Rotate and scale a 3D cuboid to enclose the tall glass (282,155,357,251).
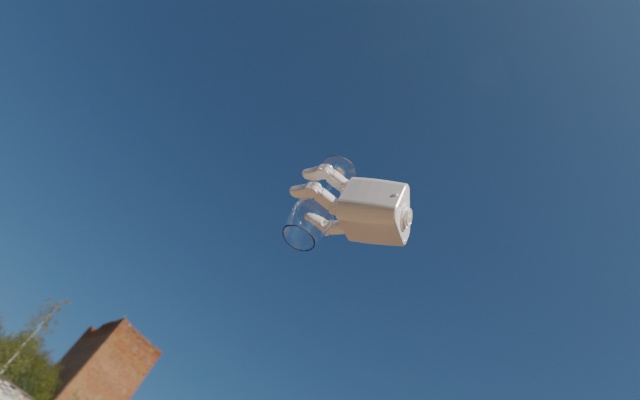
[{"bbox_3d":[0.000,0.003,0.885,0.079,0.079,0.201,0,39,30],"label":"tall glass"}]
